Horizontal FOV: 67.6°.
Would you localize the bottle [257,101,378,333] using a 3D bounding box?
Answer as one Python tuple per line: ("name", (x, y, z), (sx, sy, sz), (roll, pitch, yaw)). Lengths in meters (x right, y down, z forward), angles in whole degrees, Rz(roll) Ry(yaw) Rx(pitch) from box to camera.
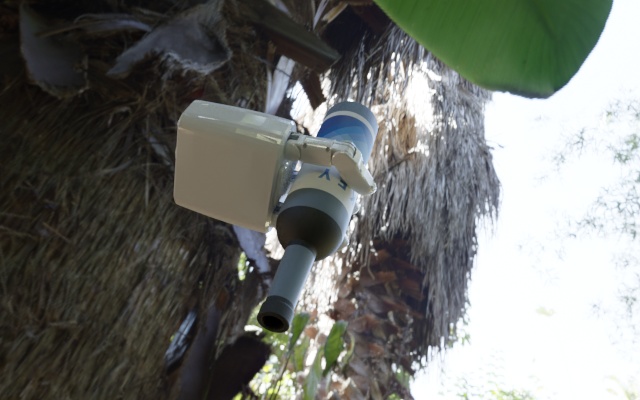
("bottle", (0.000, 0.001, 0.480), (0.069, 0.069, 0.295), (0, 40, 20))
